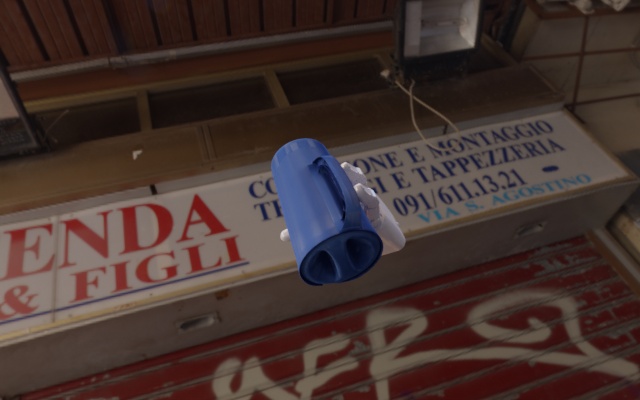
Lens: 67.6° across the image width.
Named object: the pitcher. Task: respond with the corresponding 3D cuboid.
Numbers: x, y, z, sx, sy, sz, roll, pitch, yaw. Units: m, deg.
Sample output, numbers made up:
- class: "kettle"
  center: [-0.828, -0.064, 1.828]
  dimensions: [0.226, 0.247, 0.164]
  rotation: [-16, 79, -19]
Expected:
- class: "pitcher"
  center: [0.000, 0.003, 0.778]
  dimensions: [0.149, 0.242, 0.145]
  rotation: [-36, -42, 14]
